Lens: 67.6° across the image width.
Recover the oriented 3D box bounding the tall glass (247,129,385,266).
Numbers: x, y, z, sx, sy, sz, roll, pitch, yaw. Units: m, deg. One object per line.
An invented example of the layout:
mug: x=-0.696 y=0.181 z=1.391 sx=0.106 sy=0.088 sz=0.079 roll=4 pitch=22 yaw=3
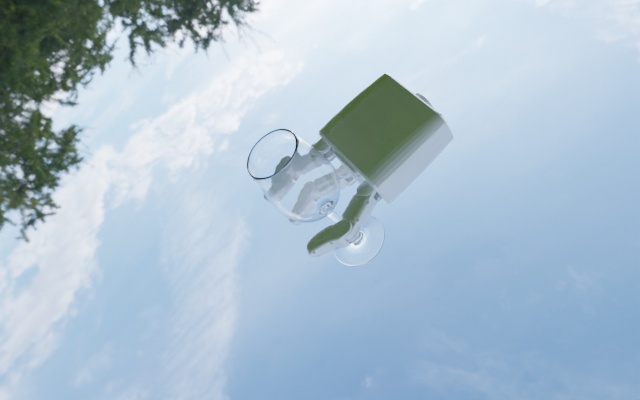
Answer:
tall glass: x=0.000 y=0.002 z=0.548 sx=0.079 sy=0.079 sz=0.201 roll=0 pitch=-29 yaw=35
